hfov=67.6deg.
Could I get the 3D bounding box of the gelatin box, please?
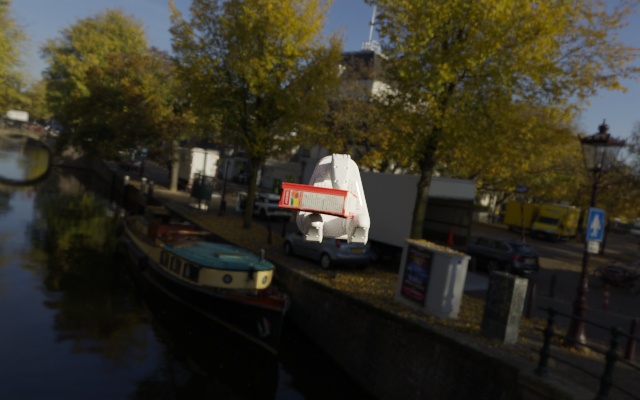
[{"bbox_3d":[0.000,0.001,0.542,0.073,0.030,0.089,8,-2,11],"label":"gelatin box"}]
